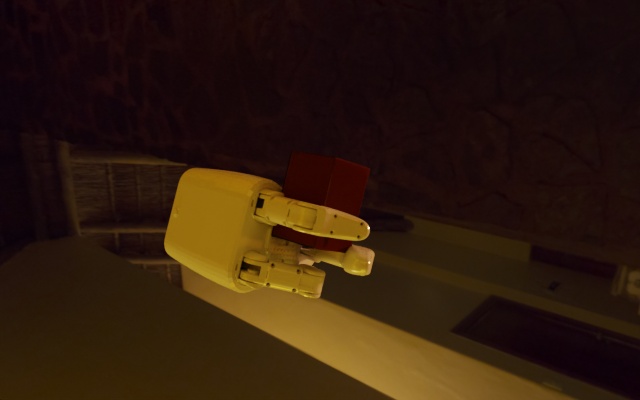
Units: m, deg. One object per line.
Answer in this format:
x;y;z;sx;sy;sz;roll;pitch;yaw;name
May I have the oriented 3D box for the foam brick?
0.000;0.001;0.411;0.051;0.078;0.053;14;-1;40;foam brick
